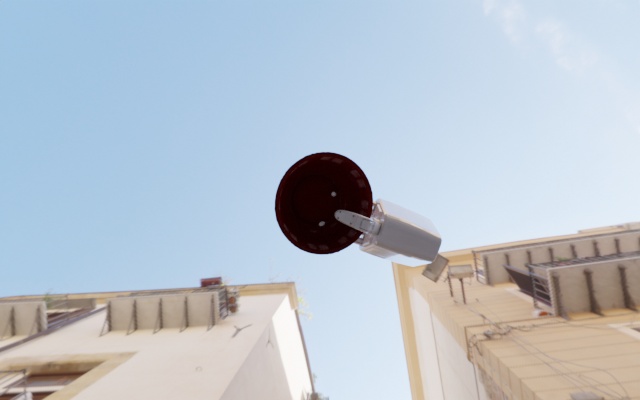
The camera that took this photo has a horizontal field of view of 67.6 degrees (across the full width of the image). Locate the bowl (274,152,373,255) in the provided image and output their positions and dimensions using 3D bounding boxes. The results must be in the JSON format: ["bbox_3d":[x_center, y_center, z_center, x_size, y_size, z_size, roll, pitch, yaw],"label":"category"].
[{"bbox_3d":[-0.001,0.002,0.766,0.162,0.162,0.055,0,7,-18],"label":"bowl"}]
